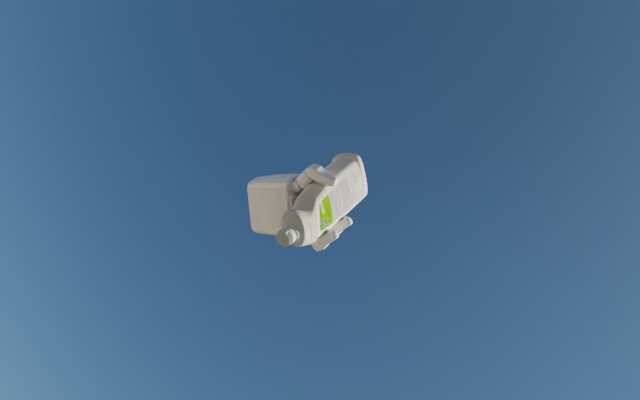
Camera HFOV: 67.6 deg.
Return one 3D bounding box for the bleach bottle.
[{"bbox_3d":[0.000,0.003,0.876,0.068,0.103,0.250,0,25,35],"label":"bleach bottle"}]
